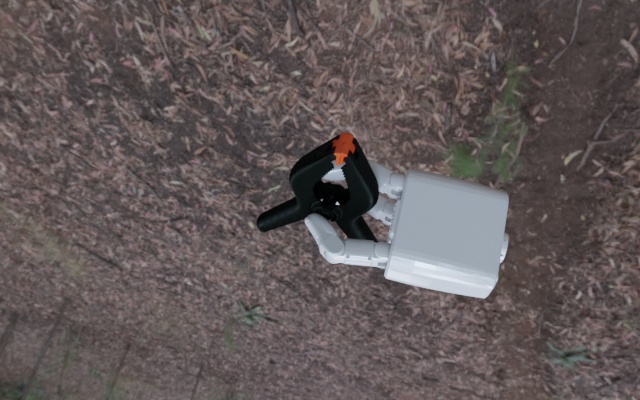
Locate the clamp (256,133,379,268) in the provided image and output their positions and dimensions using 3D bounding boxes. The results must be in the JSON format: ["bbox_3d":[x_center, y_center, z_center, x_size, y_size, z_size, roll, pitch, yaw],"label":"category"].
[{"bbox_3d":[0.000,0.002,0.525,0.164,0.036,0.210,12,-33,8],"label":"clamp"}]
